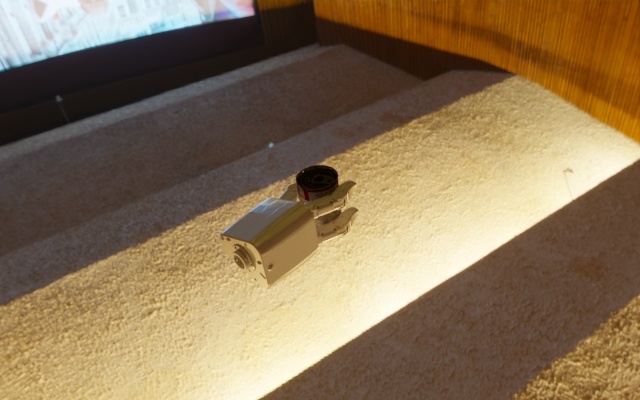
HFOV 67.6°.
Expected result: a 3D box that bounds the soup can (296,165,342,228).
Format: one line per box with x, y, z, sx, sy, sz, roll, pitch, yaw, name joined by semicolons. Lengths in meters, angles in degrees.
0.000;0.003;0.784;0.068;0.102;0.068;-5;37;4;soup can
